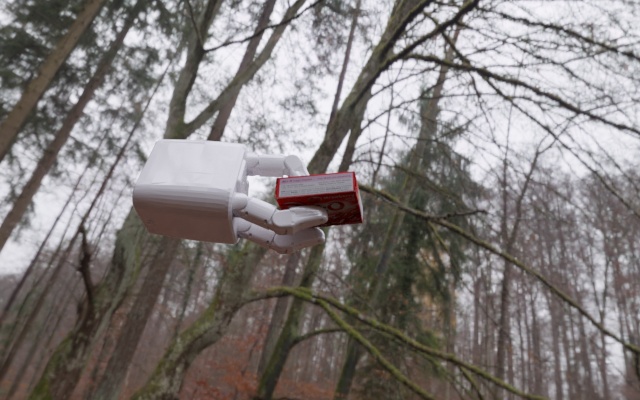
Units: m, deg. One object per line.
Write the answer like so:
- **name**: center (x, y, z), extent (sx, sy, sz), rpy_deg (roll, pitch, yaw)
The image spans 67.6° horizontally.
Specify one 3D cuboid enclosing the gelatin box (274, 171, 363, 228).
- **gelatin box**: center (0.000, 0.001, 0.536), extent (0.089, 0.030, 0.073), rpy_deg (-5, -31, 8)
